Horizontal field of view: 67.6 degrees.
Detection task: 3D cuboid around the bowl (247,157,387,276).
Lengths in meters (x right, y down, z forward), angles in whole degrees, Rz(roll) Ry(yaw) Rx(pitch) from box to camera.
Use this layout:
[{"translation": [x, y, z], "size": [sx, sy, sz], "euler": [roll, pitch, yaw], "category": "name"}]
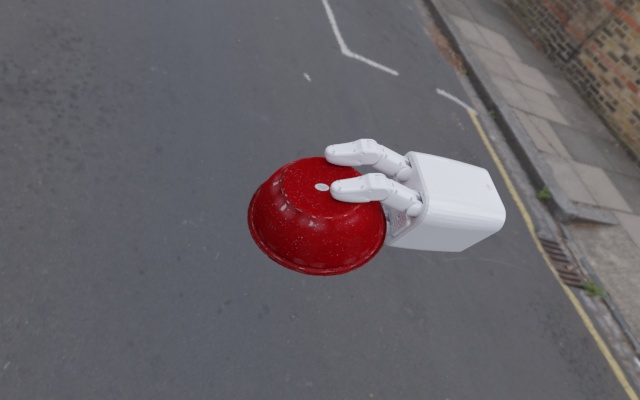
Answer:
[{"translation": [-0.001, 0.002, 0.529], "size": [0.162, 0.162, 0.055], "euler": [0, -42, -9], "category": "bowl"}]
